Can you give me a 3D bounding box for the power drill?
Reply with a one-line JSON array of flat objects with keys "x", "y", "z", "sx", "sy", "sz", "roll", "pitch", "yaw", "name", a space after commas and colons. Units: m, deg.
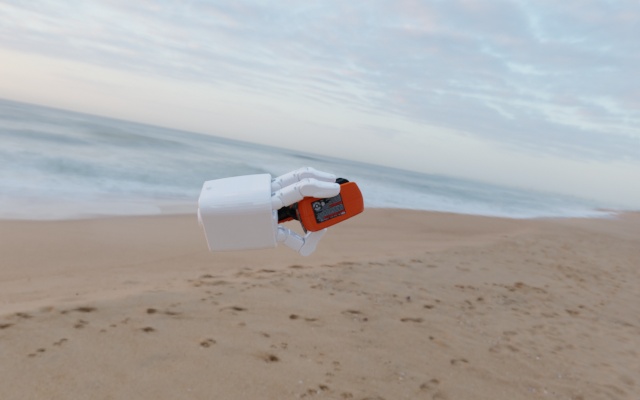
[{"x": 0.000, "y": 0.003, "z": 0.814, "sx": 0.184, "sy": 0.057, "sz": 0.187, "roll": -22, "pitch": 8, "yaw": -19, "name": "power drill"}]
